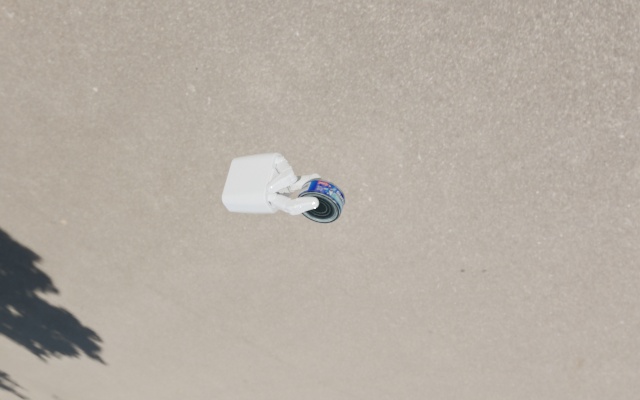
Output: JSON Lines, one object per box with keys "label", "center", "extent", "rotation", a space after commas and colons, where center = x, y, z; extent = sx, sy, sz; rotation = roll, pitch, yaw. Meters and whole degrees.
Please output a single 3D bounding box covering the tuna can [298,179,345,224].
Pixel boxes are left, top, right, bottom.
{"label": "tuna can", "center": [0.000, 0.003, 0.877], "extent": [0.086, 0.033, 0.086], "rotation": [12, -41, 11]}
